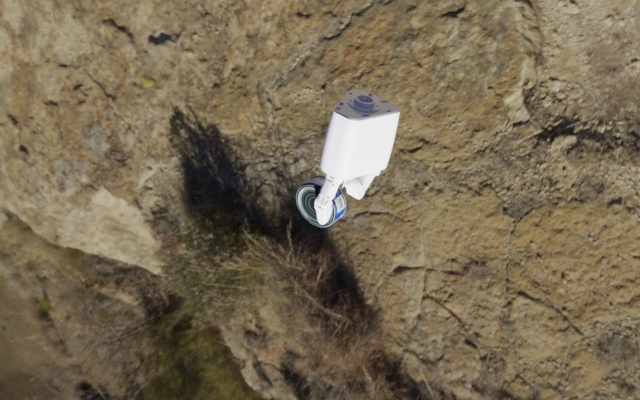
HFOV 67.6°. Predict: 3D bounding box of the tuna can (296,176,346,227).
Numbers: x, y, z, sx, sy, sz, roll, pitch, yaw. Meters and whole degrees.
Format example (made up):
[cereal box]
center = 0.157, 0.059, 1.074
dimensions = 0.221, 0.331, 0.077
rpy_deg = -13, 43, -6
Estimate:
[tuna can]
center = 0.000, 0.003, 0.824
dimensions = 0.086, 0.086, 0.033
rpy_deg = 0, 27, 40
